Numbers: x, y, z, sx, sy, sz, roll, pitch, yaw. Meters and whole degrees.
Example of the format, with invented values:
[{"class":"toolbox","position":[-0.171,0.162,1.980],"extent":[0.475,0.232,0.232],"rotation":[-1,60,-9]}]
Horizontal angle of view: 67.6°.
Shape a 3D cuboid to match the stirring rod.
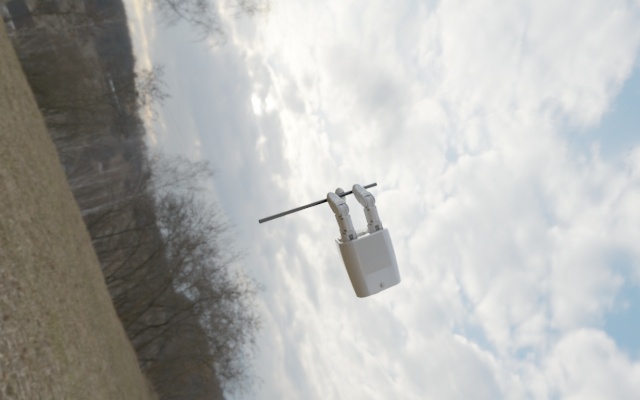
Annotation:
[{"class":"stirring rod","position":[0.000,0.003,0.879],"extent":[0.239,0.011,0.011],"rotation":[-18,6,-20]}]
